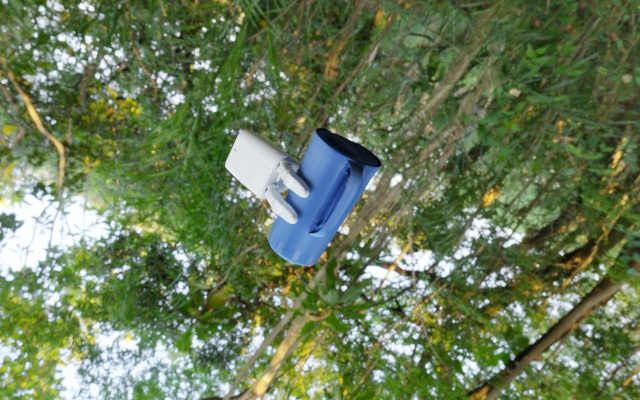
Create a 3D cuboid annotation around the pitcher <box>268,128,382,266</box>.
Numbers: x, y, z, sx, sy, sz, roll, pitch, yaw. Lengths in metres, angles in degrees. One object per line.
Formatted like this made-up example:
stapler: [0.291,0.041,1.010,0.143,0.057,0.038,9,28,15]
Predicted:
pitcher: [0.000,0.003,0.878,0.145,0.243,0.149,37,22,21]
